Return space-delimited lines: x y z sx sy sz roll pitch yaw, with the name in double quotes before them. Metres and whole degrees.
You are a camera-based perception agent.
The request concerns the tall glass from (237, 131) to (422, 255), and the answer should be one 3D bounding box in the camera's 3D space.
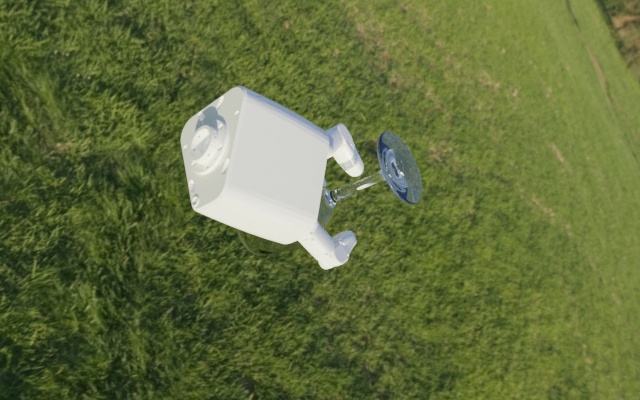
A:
"tall glass" 0.001 0.002 0.504 0.201 0.079 0.079 -24 -14 34
